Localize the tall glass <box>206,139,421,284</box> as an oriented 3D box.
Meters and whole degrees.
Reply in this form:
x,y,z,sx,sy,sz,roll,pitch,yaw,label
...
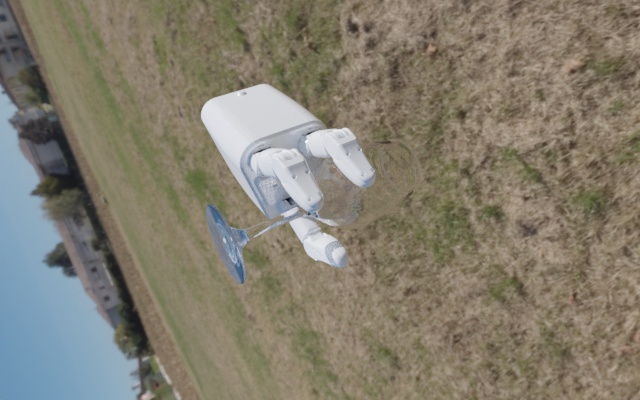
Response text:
x,y,z,sx,sy,sz,roll,pitch,yaw,label
0.000,0.002,0.451,0.201,0.079,0.079,-23,10,-25,tall glass
